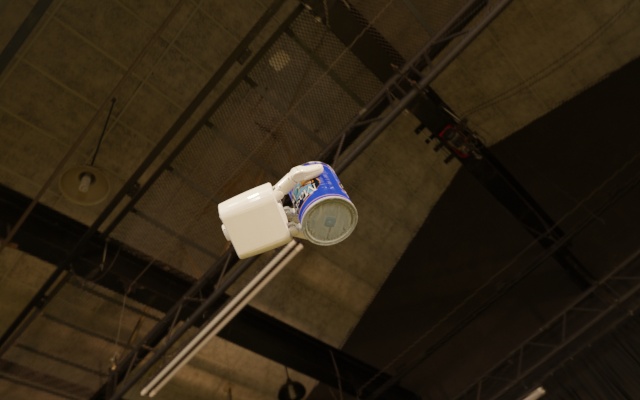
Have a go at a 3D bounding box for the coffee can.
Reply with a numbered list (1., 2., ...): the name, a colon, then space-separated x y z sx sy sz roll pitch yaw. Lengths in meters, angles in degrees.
1. coffee can: 0.000 0.003 0.899 0.103 0.103 0.140 0 31 -17
